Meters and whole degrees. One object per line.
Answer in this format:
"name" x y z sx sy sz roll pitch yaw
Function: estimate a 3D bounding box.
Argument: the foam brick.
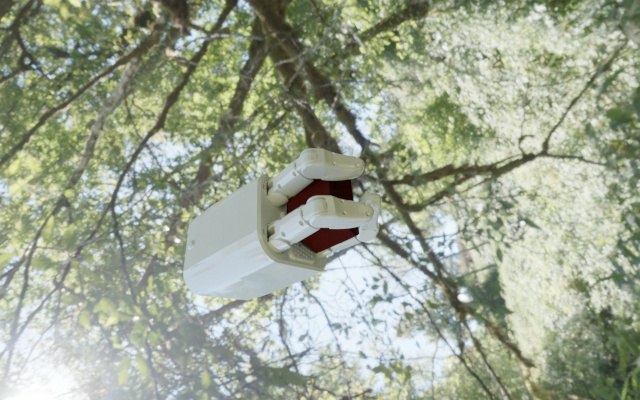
"foam brick" 0.000 0.001 0.477 0.051 0.078 0.053 -26 -44 23
